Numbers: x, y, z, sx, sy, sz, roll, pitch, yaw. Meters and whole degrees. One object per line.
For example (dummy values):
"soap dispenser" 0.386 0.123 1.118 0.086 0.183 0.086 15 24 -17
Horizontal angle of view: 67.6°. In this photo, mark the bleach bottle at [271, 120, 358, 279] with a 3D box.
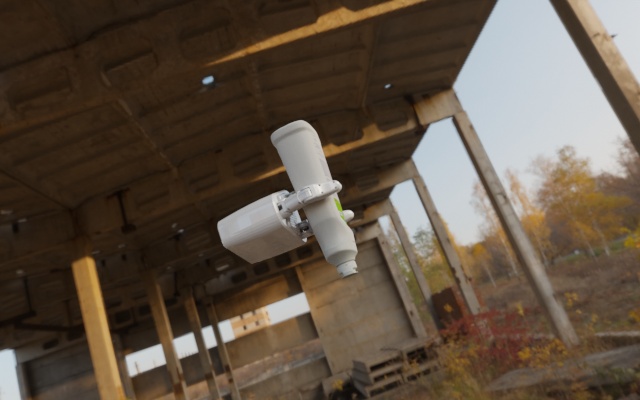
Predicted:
"bleach bottle" 0.000 0.002 0.767 0.068 0.250 0.102 -24 -15 12
